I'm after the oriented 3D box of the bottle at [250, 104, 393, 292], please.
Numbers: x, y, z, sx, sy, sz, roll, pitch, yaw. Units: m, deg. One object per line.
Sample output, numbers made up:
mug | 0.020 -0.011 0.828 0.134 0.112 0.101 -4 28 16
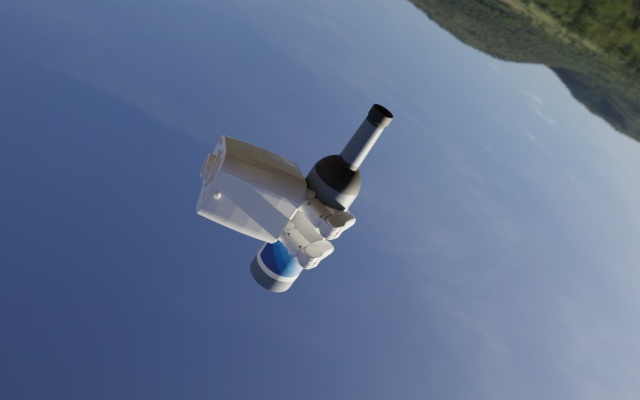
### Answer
bottle | 0.000 0.002 0.620 0.069 0.296 0.069 25 32 -16
